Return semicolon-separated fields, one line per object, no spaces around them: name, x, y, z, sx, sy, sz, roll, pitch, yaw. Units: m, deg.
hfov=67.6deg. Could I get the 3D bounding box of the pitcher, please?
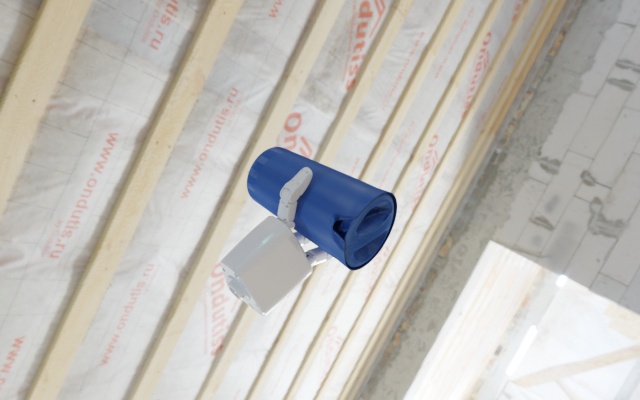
pitcher;0.000;0.003;0.795;0.242;0.149;0.145;30;58;32
